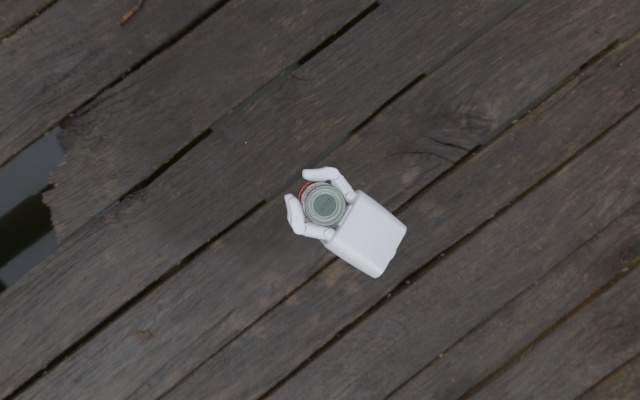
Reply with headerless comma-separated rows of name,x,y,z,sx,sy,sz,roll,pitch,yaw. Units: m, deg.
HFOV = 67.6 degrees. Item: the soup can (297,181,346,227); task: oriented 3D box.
soup can,0.000,0.002,0.791,0.068,0.068,0.102,0,7,-9
